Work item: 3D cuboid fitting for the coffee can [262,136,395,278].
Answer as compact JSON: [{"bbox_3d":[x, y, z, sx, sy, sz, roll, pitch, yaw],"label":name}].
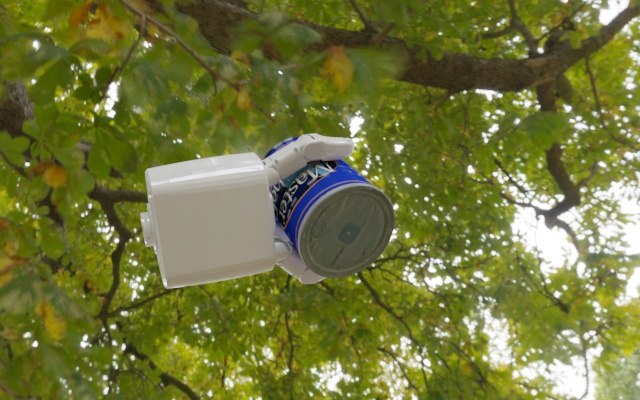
[{"bbox_3d":[0.000,0.002,0.514,0.103,0.103,0.140,0,26,-26],"label":"coffee can"}]
